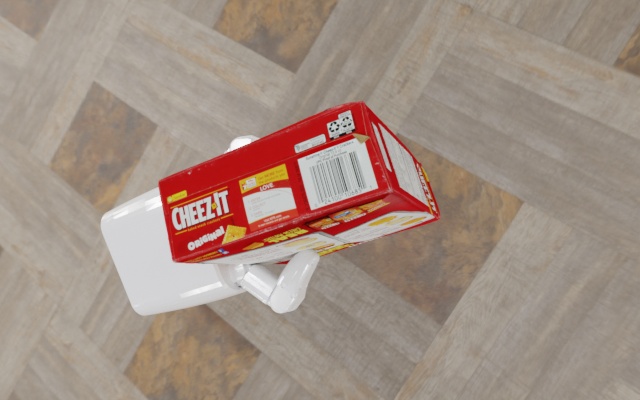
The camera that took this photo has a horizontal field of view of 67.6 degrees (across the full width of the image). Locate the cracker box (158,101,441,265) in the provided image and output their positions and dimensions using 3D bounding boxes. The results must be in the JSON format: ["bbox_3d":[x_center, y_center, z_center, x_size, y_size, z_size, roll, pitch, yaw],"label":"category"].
[{"bbox_3d":[0.000,0.001,0.407,0.164,0.072,0.214,-19,-13,19],"label":"cracker box"}]
